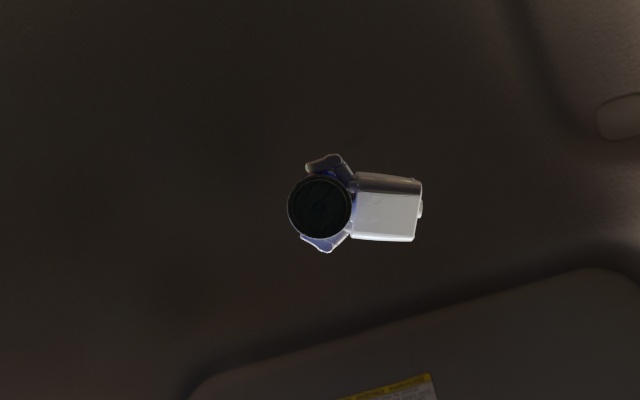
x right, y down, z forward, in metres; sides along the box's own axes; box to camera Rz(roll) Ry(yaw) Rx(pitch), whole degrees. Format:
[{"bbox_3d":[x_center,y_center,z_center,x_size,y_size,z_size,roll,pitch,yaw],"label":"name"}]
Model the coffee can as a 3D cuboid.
[{"bbox_3d":[0.000,0.003,0.814,0.103,0.103,0.140,0,7,1],"label":"coffee can"}]
